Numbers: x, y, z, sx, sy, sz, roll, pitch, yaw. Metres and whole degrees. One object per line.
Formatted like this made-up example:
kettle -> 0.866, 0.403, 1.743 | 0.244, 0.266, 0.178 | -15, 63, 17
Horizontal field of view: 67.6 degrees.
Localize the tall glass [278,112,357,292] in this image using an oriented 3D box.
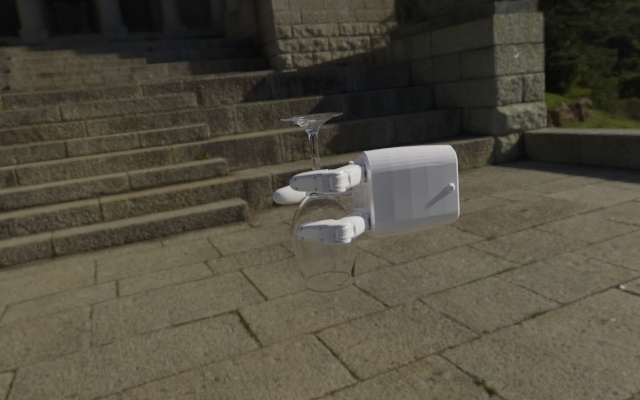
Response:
tall glass -> 0.000, 0.001, 0.556 | 0.079, 0.201, 0.079 | -6, 12, 1
